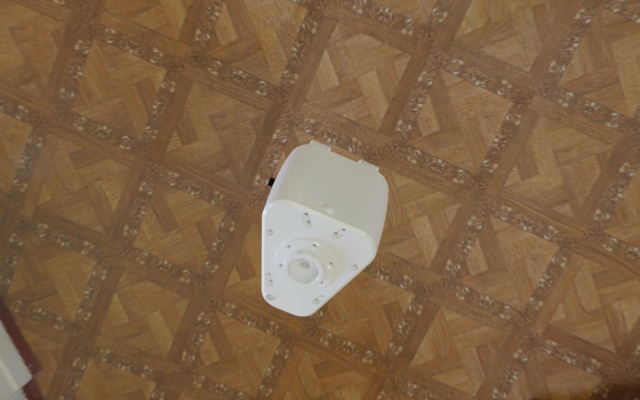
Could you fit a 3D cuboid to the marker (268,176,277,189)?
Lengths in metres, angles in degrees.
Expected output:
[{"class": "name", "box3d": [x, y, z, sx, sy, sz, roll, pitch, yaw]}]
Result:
[{"class": "marker", "box3d": [0.000, 0.002, 0.521, 0.121, 0.020, 0.020, 22, -1, -1]}]
